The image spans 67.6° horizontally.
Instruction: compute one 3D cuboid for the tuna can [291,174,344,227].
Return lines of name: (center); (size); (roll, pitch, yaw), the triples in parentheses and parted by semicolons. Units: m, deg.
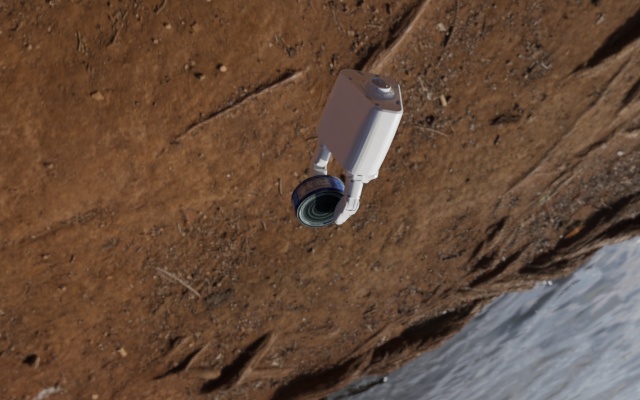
tuna can: (0.000, 0.003, 0.732); (0.086, 0.033, 0.086); (-11, -41, -10)
